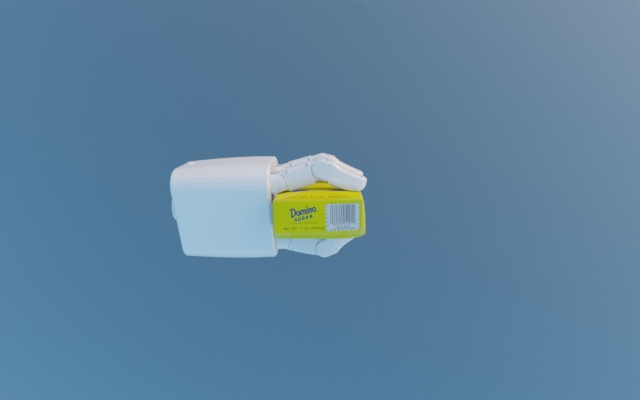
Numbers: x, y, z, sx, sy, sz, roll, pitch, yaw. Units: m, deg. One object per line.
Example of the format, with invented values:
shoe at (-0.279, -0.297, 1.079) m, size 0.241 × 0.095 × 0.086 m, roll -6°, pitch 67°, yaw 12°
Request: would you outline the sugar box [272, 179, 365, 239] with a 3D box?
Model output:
sugar box at (0.000, 0.001, 0.557) m, size 0.093 × 0.048 × 0.176 m, roll -1°, pitch 13°, yaw 1°
